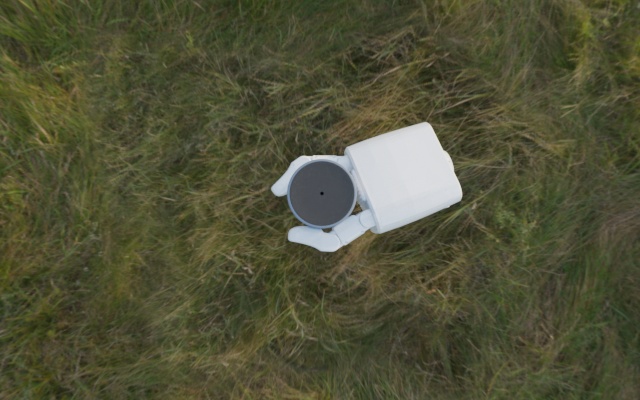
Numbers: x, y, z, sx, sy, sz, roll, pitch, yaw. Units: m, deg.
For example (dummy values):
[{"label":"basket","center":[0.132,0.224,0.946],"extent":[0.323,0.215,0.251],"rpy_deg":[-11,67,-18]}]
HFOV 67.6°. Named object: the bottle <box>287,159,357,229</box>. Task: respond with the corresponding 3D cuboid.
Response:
[{"label":"bottle","center":[0.000,0.002,0.598],"extent":[0.069,0.069,0.296],"rpy_deg":[0,-3,-1]}]
